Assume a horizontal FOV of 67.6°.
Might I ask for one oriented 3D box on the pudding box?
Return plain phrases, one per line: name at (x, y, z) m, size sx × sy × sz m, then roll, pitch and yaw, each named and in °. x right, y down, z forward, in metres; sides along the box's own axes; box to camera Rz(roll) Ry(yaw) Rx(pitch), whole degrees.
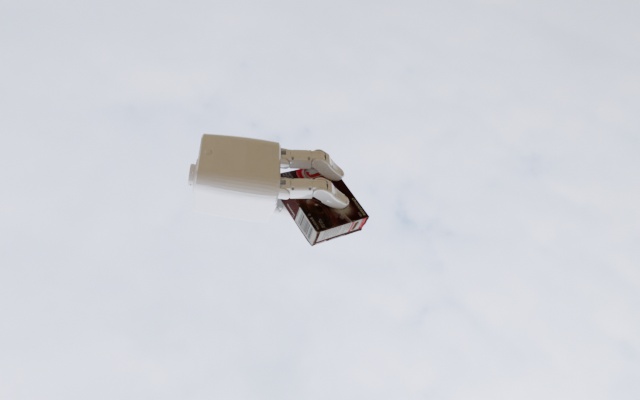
pudding box at (0.000, 0.002, 0.674) m, size 0.090 × 0.113 × 0.039 m, roll -16°, pitch -31°, yaw -31°
